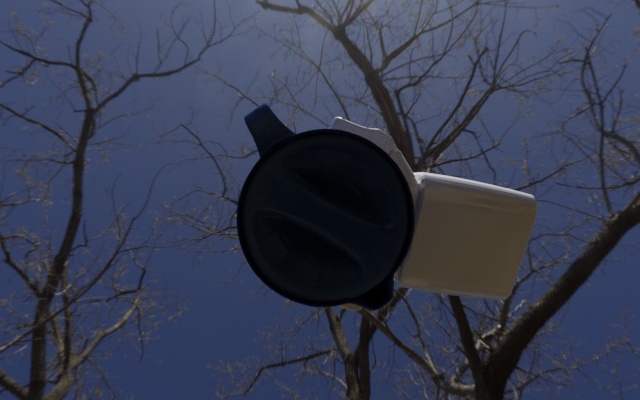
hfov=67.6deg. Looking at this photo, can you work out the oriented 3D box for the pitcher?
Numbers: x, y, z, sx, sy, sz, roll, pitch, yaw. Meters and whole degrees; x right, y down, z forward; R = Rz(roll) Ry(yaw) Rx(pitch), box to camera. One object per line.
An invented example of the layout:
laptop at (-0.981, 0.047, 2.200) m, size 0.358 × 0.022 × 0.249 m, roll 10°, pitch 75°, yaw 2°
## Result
pitcher at (0.000, 0.002, 0.467) m, size 0.145 × 0.149 × 0.243 m, roll 10°, pitch 2°, yaw 0°
